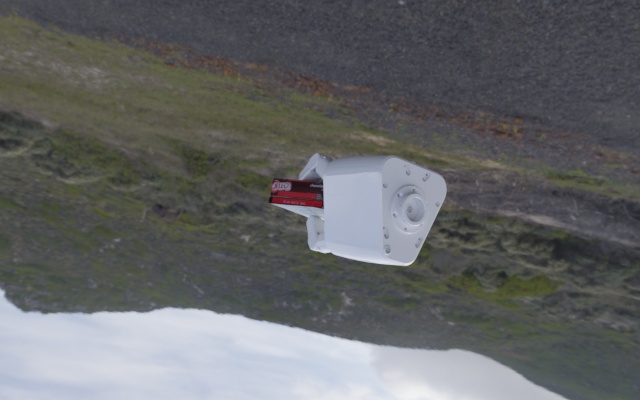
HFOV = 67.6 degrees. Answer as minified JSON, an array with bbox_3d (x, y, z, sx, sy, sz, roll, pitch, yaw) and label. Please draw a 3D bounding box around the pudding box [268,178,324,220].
[{"bbox_3d":[0.000,0.002,0.634,0.090,0.039,0.113,7,-11,33],"label":"pudding box"}]
